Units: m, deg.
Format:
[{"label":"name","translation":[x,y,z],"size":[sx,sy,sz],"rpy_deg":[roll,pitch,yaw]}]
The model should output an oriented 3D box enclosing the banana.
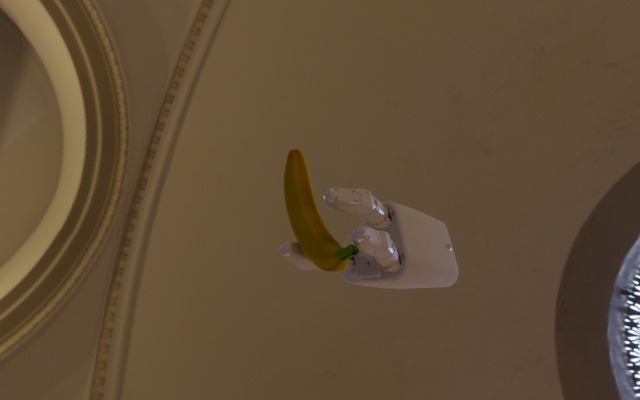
[{"label":"banana","translation":[-0.008,0.018,0.552],"size":[0.037,0.070,0.197],"rpy_deg":[15,29,-36]}]
